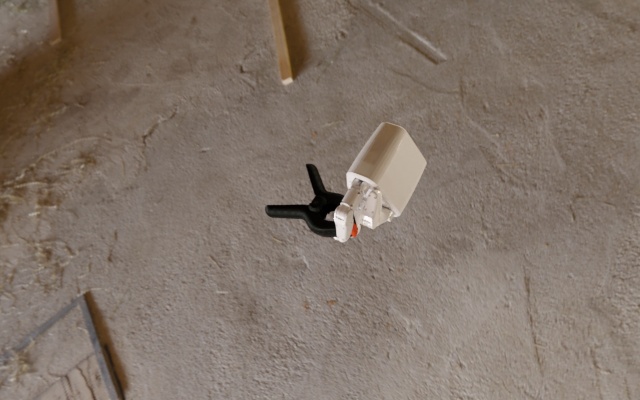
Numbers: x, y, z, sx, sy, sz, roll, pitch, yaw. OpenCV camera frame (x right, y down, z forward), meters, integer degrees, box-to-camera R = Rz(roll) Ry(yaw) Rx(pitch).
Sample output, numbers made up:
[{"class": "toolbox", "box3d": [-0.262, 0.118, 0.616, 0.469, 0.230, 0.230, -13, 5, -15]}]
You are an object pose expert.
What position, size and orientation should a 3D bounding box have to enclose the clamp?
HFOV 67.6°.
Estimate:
[{"class": "clamp", "box3d": [0.000, 0.002, 0.795, 0.171, 0.120, 0.039, 23, -17, 30]}]
